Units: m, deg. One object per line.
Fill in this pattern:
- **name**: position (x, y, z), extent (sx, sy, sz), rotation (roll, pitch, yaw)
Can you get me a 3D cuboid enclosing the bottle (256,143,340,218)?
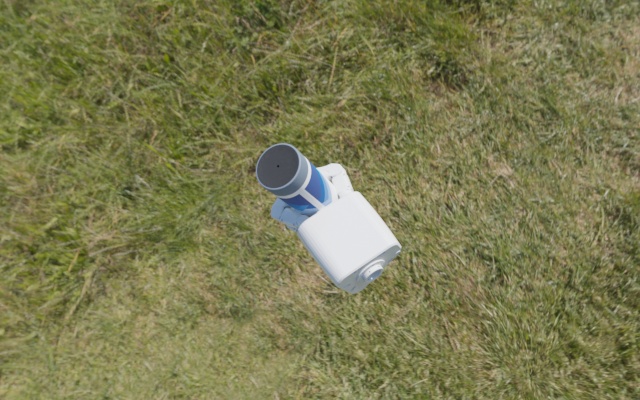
- **bottle**: position (0.000, 0.002, 0.750), extent (0.069, 0.069, 0.296), rotation (0, -19, 24)
